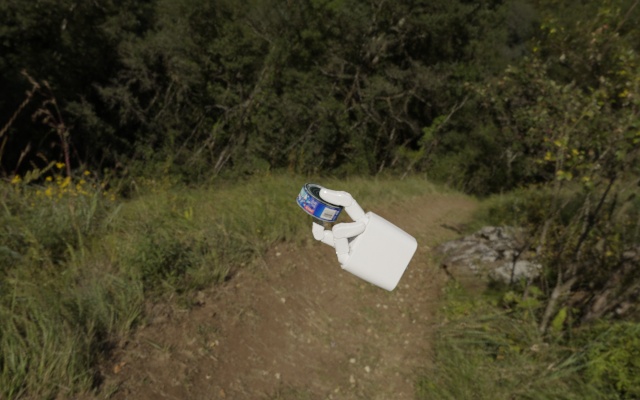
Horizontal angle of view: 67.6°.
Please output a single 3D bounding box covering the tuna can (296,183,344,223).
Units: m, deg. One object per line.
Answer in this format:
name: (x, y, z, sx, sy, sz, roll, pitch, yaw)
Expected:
tuna can: (0.000, 0.002, 0.894, 0.086, 0.034, 0.086, 26, 20, -10)
